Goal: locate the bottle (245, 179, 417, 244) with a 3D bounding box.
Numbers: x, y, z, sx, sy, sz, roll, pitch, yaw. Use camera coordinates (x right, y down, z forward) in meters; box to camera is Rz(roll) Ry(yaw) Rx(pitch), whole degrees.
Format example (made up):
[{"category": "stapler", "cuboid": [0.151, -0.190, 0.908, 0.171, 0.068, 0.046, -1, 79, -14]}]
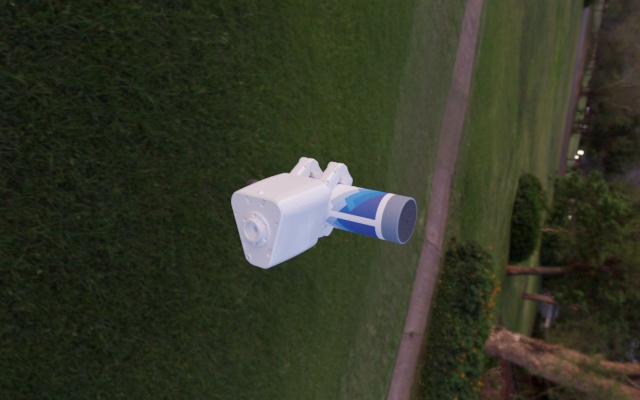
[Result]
[{"category": "bottle", "cuboid": [0.000, 0.002, 0.746, 0.295, 0.069, 0.069, 12, 7, 32]}]
